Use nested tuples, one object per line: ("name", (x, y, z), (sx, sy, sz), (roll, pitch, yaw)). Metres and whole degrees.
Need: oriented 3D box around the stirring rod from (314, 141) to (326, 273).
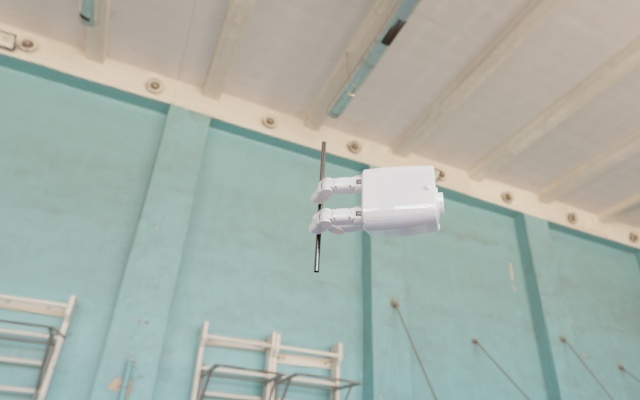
("stirring rod", (0.000, 0.003, 0.772), (0.011, 0.239, 0.011), (3, -30, 1))
